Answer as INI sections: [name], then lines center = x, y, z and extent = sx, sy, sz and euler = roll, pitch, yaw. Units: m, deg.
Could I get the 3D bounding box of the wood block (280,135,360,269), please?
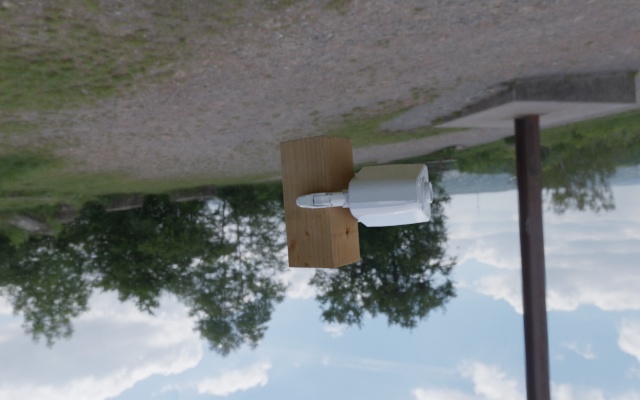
[wood block]
center = 0.000, 0.003, 0.790
extent = 0.090, 0.206, 0.091
euler = -4, 0, 35
